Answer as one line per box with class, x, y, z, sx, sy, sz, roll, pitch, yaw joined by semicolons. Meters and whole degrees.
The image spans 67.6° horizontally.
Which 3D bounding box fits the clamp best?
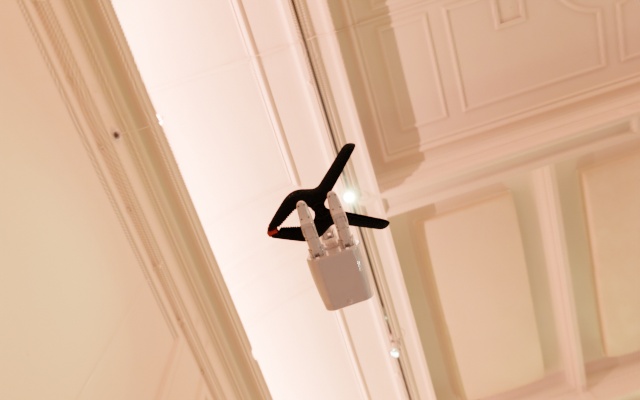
clamp;0.000;0.003;0.831;0.210;0.164;0.036;-18;12;0
